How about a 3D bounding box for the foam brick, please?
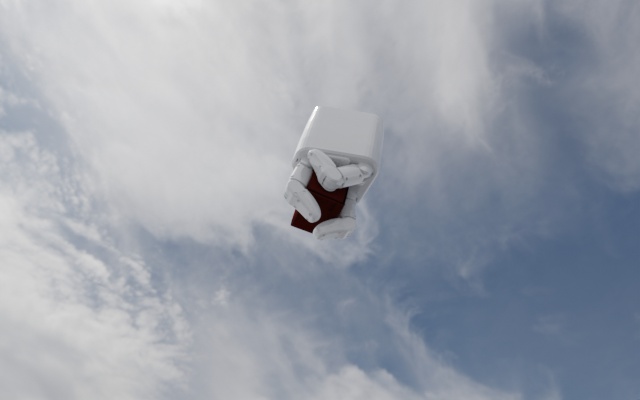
[{"bbox_3d":[0.000,0.002,0.638,0.053,0.051,0.078,22,-44,-7],"label":"foam brick"}]
